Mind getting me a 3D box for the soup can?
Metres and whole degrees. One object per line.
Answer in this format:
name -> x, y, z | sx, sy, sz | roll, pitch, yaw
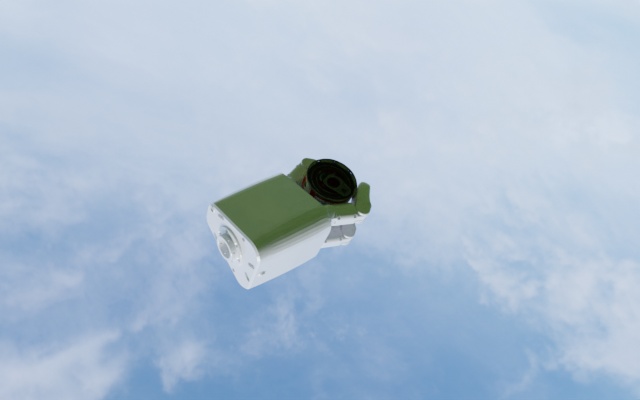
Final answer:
soup can -> 0.000, 0.002, 0.642 | 0.068, 0.068, 0.102 | 0, -36, -21
